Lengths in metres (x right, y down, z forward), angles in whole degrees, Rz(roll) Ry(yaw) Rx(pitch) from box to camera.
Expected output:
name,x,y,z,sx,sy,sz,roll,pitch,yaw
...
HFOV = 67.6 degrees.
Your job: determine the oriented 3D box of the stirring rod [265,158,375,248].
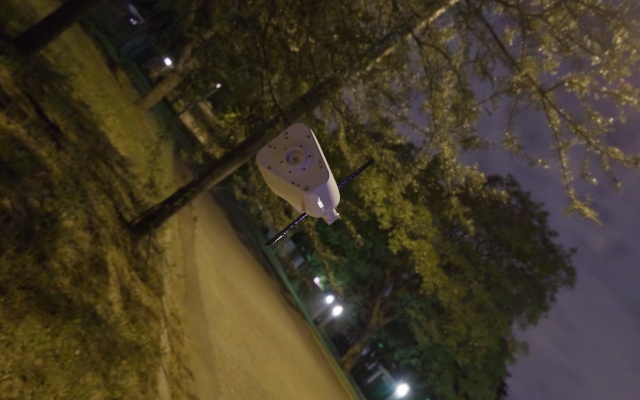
name,x,y,z,sx,sy,sz,roll,pitch,yaw
stirring rod,0.000,0.003,0.829,0.239,0.011,0.011,-39,4,-5
